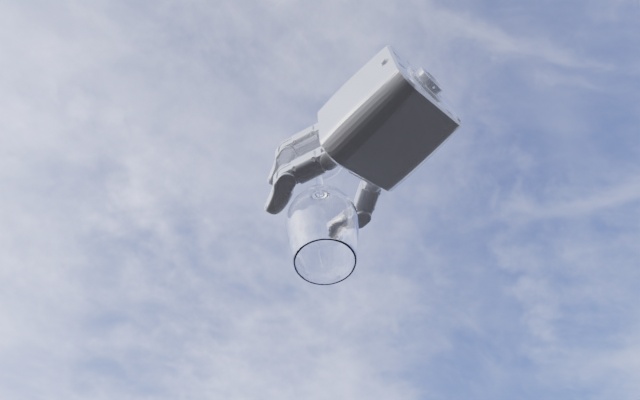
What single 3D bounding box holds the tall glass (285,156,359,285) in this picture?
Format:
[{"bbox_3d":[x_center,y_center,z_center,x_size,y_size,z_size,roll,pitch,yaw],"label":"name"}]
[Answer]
[{"bbox_3d":[0.000,0.001,0.540,0.079,0.079,0.201,0,36,-3],"label":"tall glass"}]
